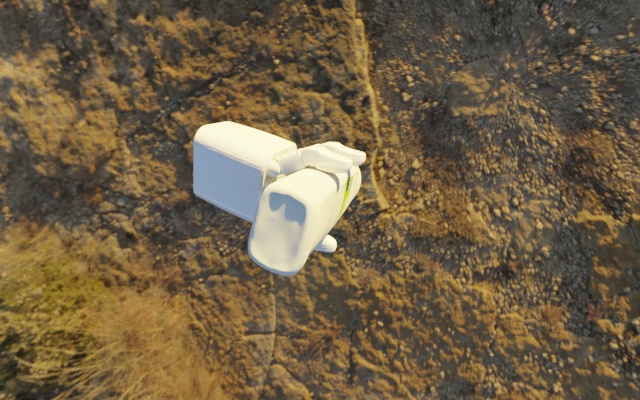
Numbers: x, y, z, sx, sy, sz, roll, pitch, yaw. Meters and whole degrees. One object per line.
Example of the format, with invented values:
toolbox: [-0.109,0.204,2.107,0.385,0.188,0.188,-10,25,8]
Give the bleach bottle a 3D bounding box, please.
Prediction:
bleach bottle: [0.000,0.002,0.611,0.068,0.102,0.250,22,20,14]
